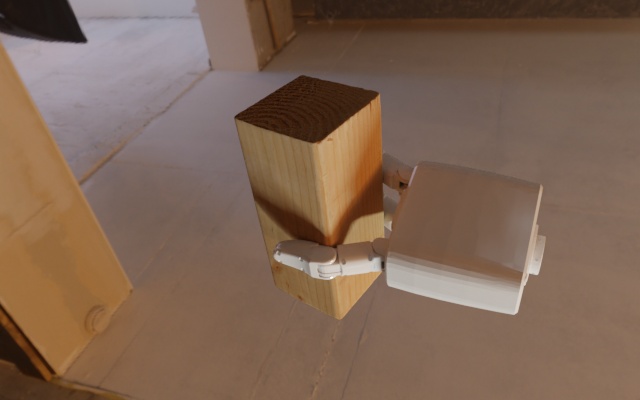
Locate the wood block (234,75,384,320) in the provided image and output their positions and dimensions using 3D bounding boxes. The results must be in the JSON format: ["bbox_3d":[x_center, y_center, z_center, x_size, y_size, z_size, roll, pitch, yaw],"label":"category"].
[{"bbox_3d":[0.000,0.002,0.452,0.090,0.206,0.090,22,47,32],"label":"wood block"}]
